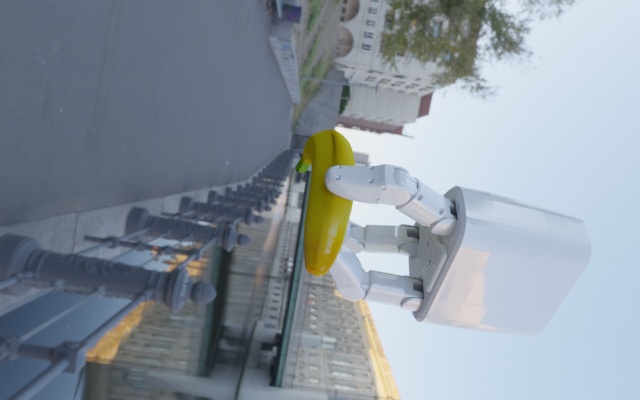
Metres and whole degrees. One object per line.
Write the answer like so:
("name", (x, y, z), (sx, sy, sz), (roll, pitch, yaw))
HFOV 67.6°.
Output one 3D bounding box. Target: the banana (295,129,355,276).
("banana", (0.005, -0.016, 0.398), (0.037, 0.070, 0.197), (14, 24, -10))
